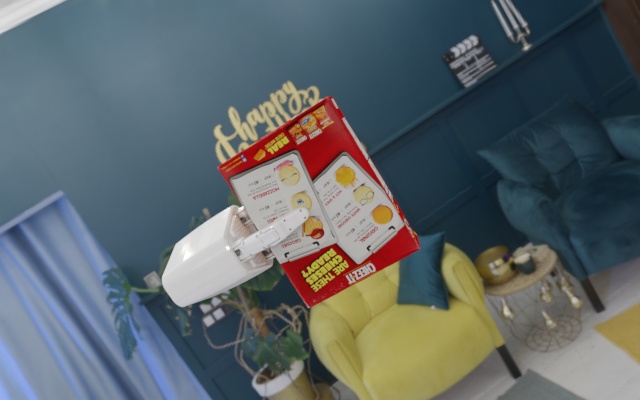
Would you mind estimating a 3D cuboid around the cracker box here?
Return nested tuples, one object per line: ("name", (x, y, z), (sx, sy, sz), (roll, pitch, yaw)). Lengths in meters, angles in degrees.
("cracker box", (0.000, 0.002, 0.605), (0.164, 0.214, 0.072), (-30, 8, 14))
